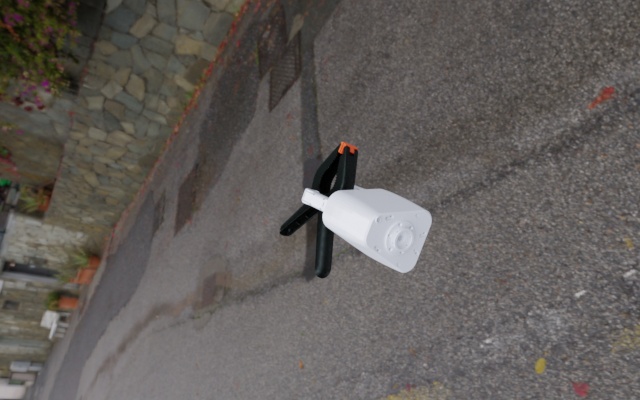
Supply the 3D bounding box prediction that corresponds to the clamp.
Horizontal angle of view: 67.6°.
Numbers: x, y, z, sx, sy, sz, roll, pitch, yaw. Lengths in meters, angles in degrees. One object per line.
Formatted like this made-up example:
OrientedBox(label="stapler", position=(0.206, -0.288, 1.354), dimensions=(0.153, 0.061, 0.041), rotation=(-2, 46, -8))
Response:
OrientedBox(label="clamp", position=(0.000, 0.002, 0.789), dimensions=(0.036, 0.210, 0.164), rotation=(16, 7, -35))
